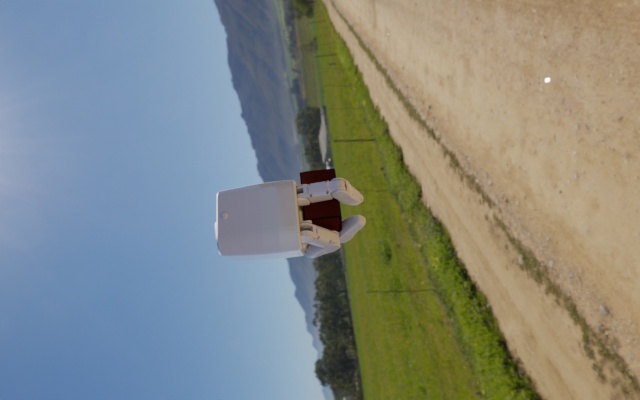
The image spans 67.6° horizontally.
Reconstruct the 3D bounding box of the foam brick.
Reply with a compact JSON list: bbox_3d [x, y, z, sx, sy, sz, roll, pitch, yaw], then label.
[{"bbox_3d":[0.000,0.002,0.667,0.051,0.078,0.053,-7,-29,0],"label":"foam brick"}]
